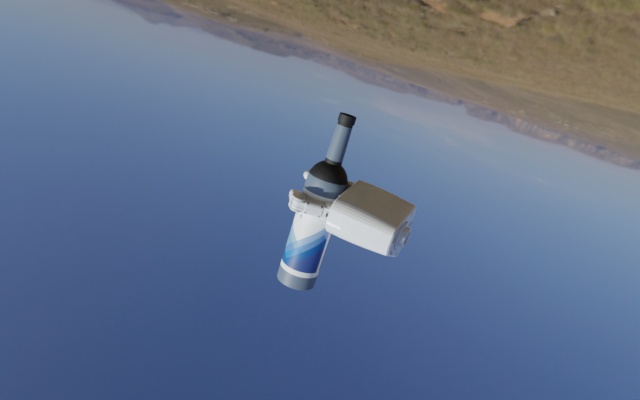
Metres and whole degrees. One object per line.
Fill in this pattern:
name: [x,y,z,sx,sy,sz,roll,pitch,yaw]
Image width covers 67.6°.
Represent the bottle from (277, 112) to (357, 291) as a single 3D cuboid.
bottle: [0.000,0.003,0.777,0.069,0.296,0.069,16,17,-5]
